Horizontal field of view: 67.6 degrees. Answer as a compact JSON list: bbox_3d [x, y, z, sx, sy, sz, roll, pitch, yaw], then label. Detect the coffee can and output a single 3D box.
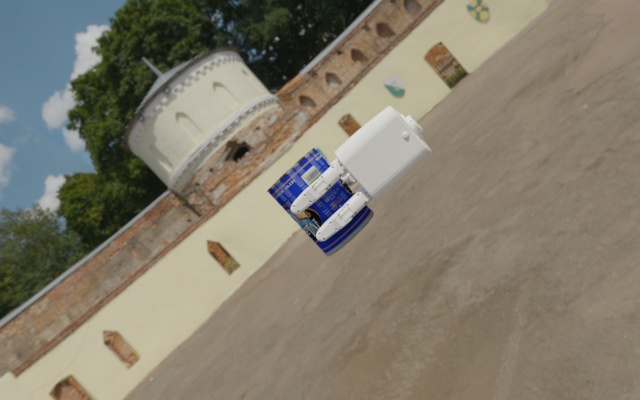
[{"bbox_3d":[0.000,0.003,0.754,0.103,0.140,0.103,-43,3,3],"label":"coffee can"}]
